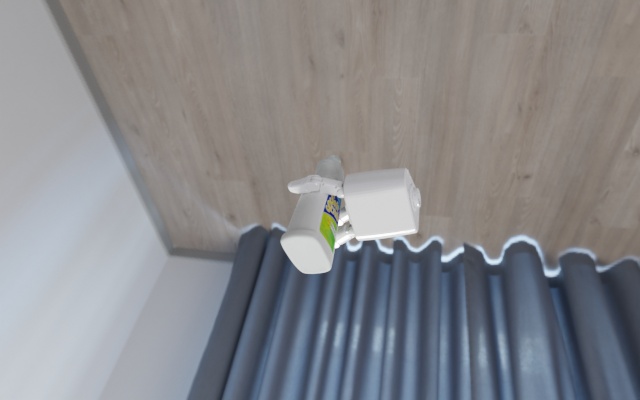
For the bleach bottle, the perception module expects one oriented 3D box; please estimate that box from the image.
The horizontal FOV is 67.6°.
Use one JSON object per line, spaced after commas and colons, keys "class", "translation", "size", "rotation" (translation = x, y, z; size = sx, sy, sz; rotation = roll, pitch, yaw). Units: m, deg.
{"class": "bleach bottle", "translation": [0.000, 0.003, 0.852], "size": [0.068, 0.250, 0.103], "rotation": [-8, -48, 22]}
